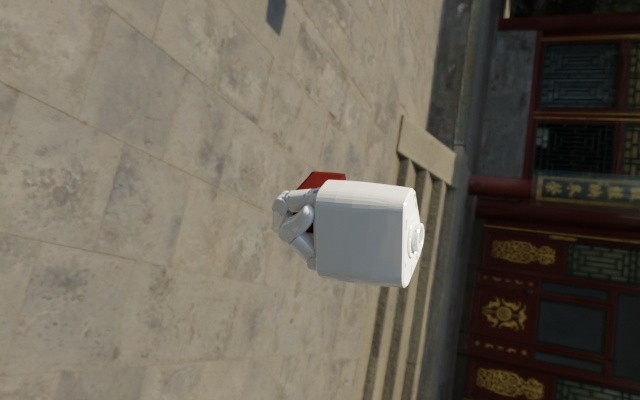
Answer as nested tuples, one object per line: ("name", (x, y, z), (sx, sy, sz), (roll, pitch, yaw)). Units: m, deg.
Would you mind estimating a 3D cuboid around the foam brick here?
("foam brick", (0.000, 0.002, 0.630), (0.051, 0.053, 0.078), (3, 31, 25))
